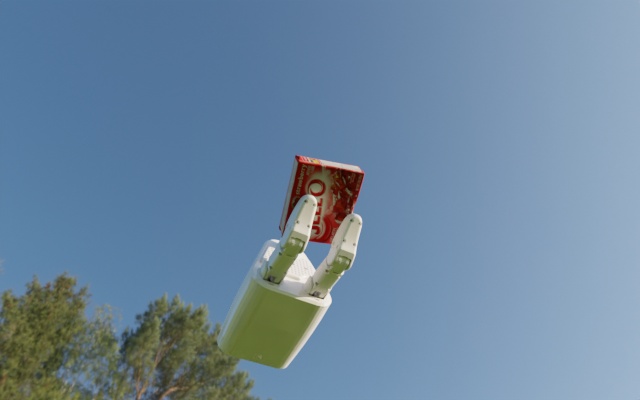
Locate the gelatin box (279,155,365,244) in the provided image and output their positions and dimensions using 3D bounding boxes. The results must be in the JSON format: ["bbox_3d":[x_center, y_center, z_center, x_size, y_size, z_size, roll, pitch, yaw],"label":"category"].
[{"bbox_3d":[0.000,0.001,0.516,0.073,0.089,0.030,10,18,-15],"label":"gelatin box"}]
